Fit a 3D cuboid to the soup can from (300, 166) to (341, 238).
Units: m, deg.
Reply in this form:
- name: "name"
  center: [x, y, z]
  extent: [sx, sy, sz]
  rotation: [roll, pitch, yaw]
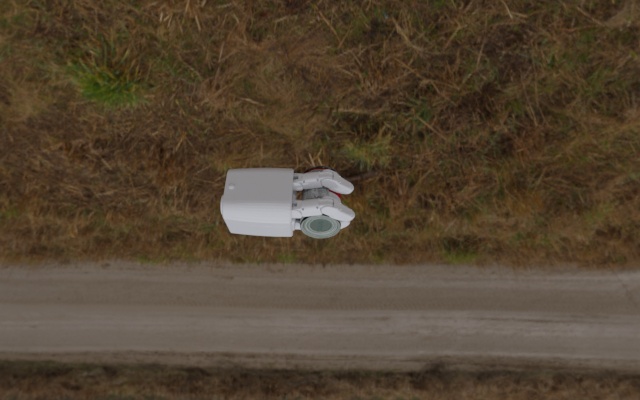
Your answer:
- name: "soup can"
  center: [0.001, 0.003, 0.790]
  extent: [0.068, 0.102, 0.069]
  rotation: [0, -38, 0]
